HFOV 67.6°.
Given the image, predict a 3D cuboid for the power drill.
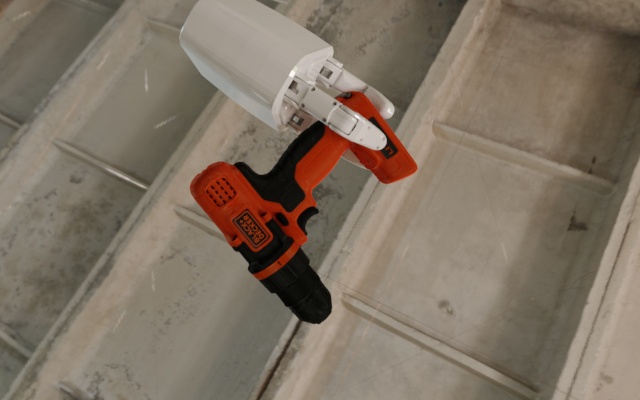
[{"bbox_3d":[0.000,0.001,0.459,0.187,0.184,0.057,-40,13,-10],"label":"power drill"}]
